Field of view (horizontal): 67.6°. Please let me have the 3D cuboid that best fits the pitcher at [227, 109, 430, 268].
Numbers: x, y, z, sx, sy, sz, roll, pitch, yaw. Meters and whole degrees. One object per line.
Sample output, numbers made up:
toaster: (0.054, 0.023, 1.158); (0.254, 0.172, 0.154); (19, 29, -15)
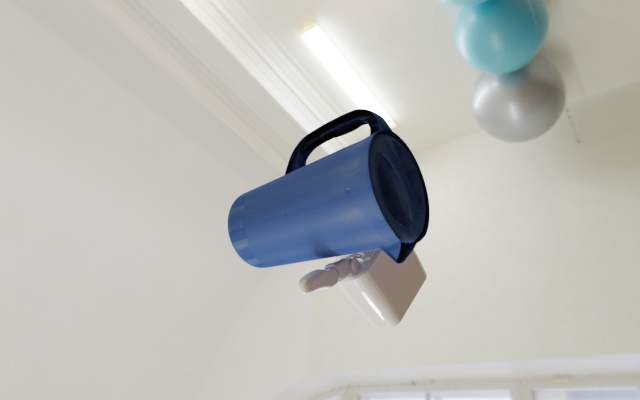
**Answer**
pitcher: (0.000, 0.002, 0.598); (0.243, 0.145, 0.149); (-17, 30, 35)
